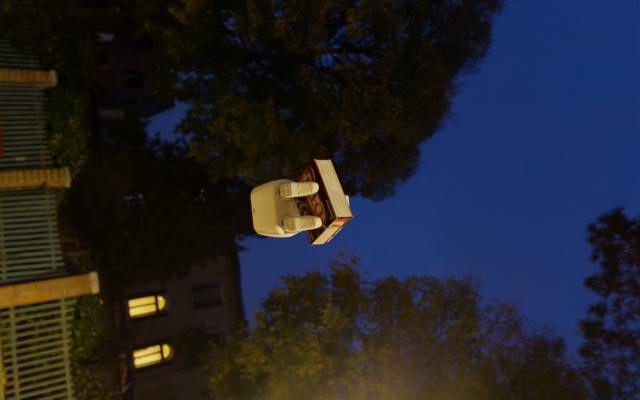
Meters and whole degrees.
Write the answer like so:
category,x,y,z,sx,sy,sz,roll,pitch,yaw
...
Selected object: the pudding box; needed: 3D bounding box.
category,x,y,z,sx,sy,sz,roll,pitch,yaw
pudding box,0.000,0.003,0.775,0.039,0.113,0.090,-6,-29,-33
